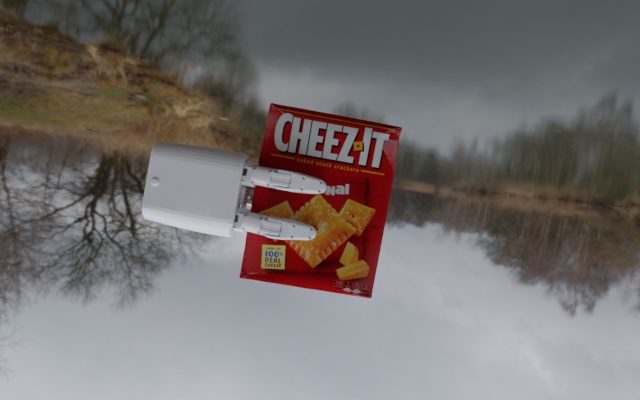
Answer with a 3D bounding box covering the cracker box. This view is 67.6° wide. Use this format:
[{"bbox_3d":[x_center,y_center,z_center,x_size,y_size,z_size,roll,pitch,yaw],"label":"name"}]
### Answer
[{"bbox_3d":[0.000,0.002,0.593,0.164,0.213,0.072,10,1,-2],"label":"cracker box"}]
